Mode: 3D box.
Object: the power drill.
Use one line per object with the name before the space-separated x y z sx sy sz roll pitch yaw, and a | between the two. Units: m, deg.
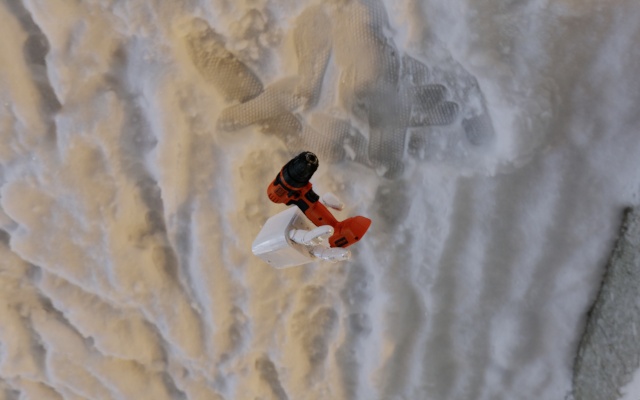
power drill | 0.000 0.003 0.868 0.187 0.057 0.184 42 -28 -6
